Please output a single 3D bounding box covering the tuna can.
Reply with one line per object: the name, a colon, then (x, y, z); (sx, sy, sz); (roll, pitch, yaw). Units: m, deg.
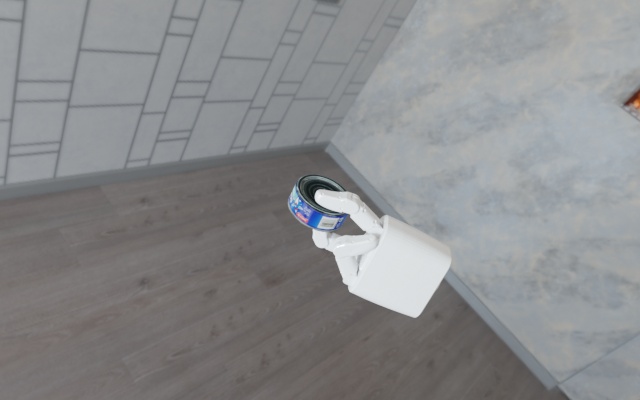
tuna can: (0.000, 0.002, 0.668); (0.086, 0.034, 0.086); (18, 37, -14)
